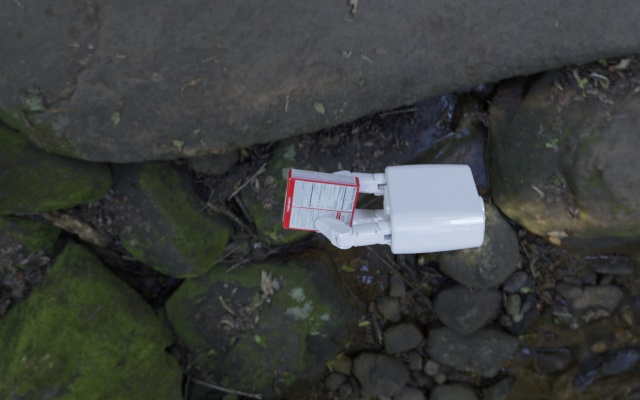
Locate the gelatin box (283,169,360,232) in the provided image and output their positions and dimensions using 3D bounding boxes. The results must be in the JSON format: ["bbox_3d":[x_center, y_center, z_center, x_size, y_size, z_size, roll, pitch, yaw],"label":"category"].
[{"bbox_3d":[0.000,0.002,0.602,0.089,0.073,0.030,6,30,-6],"label":"gelatin box"}]
